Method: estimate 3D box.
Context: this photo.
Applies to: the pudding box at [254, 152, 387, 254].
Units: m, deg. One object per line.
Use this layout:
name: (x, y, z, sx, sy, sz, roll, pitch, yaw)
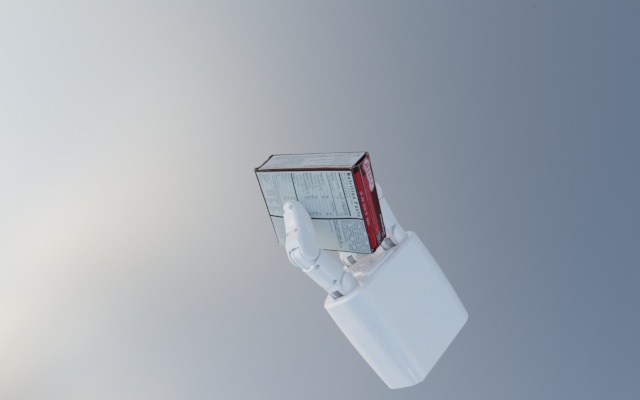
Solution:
pudding box: (0.000, 0.002, 0.456, 0.113, 0.090, 0.039, 1, 29, 31)
